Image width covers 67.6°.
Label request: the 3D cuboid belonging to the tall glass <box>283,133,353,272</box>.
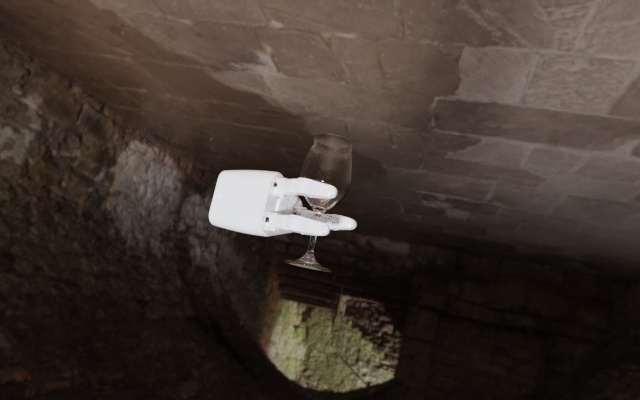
[{"bbox_3d":[0.000,0.003,0.726,0.079,0.201,0.079,12,-11,2],"label":"tall glass"}]
